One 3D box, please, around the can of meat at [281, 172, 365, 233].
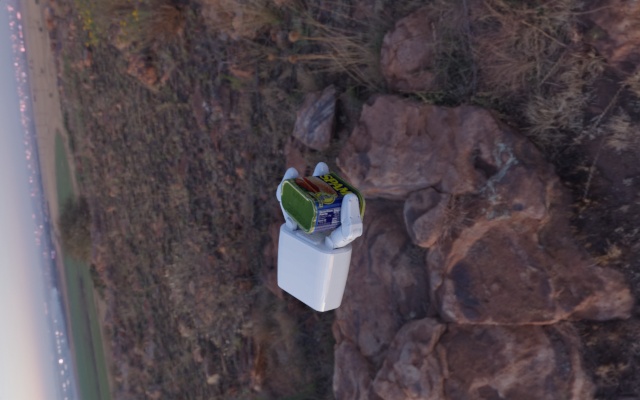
[{"bbox_3d":[0.000,0.002,0.692,0.084,0.057,0.102,-8,31,-31],"label":"can of meat"}]
